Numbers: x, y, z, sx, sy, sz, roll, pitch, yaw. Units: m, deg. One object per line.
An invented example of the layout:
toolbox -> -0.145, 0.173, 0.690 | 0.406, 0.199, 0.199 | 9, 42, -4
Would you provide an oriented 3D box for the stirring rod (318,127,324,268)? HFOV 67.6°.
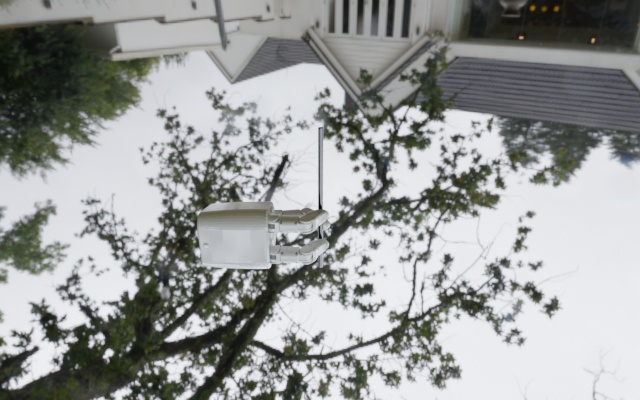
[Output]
stirring rod -> 0.000, 0.002, 0.747 | 0.011, 0.240, 0.011 | 0, 26, 0
